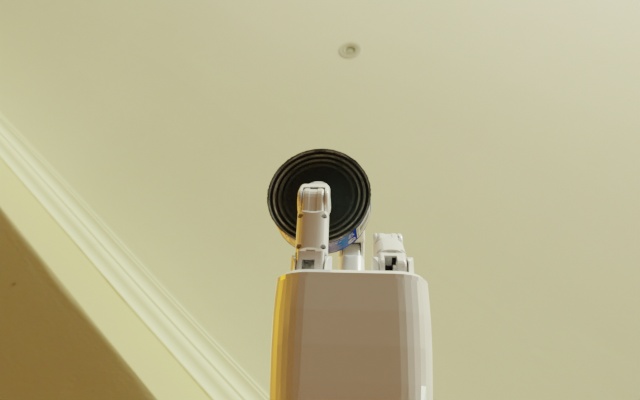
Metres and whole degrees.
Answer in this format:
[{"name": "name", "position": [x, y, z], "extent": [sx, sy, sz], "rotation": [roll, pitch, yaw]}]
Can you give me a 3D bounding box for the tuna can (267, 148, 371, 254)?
[{"name": "tuna can", "position": [0.000, 0.002, 0.404], "extent": [0.086, 0.086, 0.034], "rotation": [0, -25, 7]}]
